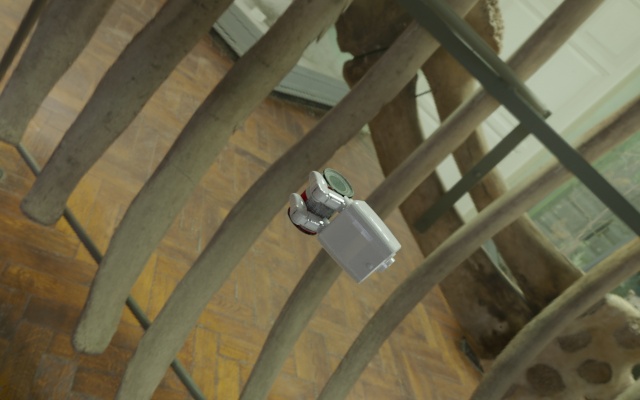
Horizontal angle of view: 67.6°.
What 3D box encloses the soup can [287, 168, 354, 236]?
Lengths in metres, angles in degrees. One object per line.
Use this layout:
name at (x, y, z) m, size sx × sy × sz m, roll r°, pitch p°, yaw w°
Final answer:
soup can at (0.000, 0.002, 0.819) m, size 0.102 × 0.068 × 0.068 m, roll -46°, pitch -25°, yaw 26°
